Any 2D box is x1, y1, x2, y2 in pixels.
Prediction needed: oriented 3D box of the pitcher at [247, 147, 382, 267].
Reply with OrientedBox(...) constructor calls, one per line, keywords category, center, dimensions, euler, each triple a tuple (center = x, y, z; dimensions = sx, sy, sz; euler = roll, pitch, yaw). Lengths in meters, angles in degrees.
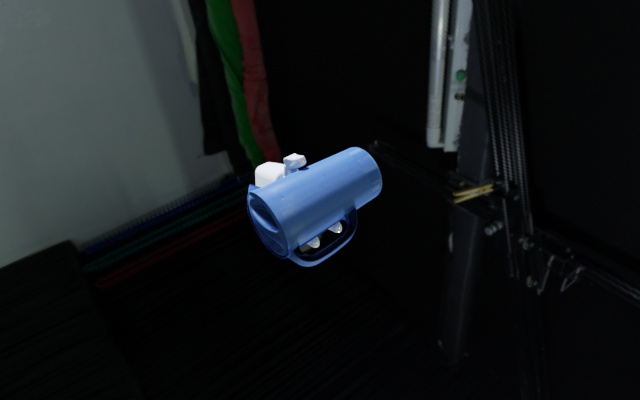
OrientedBox(category="pitcher", center=(0.000, 0.003, 0.884), dimensions=(0.243, 0.149, 0.145), euler=(-29, 24, -25))
